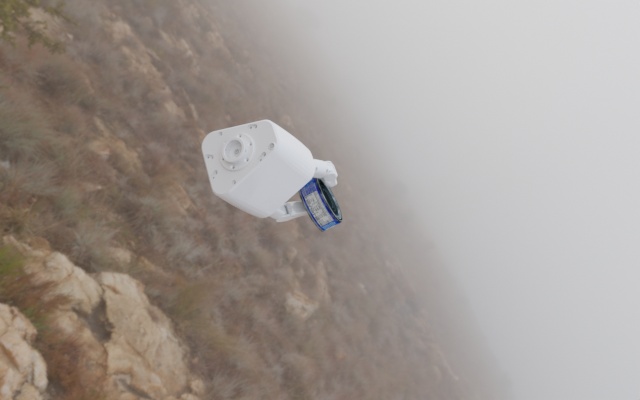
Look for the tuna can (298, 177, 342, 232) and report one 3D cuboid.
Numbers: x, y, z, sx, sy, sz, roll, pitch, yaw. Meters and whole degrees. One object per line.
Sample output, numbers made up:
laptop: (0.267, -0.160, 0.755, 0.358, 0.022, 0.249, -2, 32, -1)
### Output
tuna can: (0.001, 0.002, 0.729, 0.034, 0.086, 0.086, -27, -6, 11)
